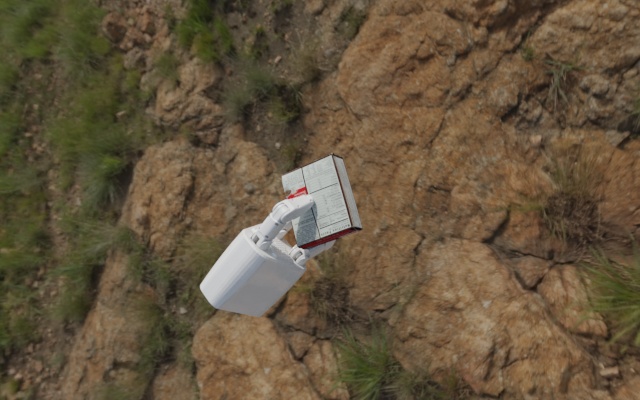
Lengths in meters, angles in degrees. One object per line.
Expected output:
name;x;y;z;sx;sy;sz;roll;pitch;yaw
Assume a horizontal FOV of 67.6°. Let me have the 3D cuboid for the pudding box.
pudding box;0.000;0.002;0.666;0.090;0.113;0.039;-21;-15;22
